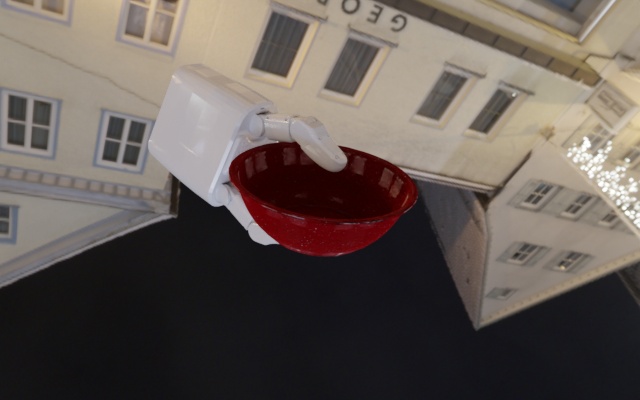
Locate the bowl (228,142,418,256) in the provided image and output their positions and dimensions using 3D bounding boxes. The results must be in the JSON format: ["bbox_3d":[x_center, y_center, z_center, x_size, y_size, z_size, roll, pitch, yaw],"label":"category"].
[{"bbox_3d":[0.001,0.002,0.419,0.162,0.055,0.162,6,26,-3],"label":"bowl"}]
